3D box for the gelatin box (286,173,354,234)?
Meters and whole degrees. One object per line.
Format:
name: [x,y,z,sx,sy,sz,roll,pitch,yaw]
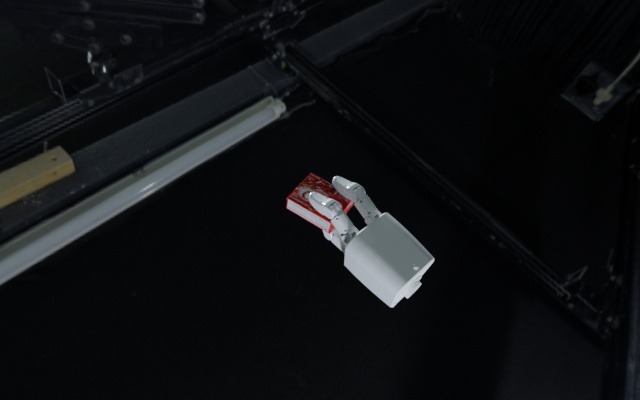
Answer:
gelatin box: [0.000,0.003,0.783,0.089,0.030,0.073,30,52,15]
